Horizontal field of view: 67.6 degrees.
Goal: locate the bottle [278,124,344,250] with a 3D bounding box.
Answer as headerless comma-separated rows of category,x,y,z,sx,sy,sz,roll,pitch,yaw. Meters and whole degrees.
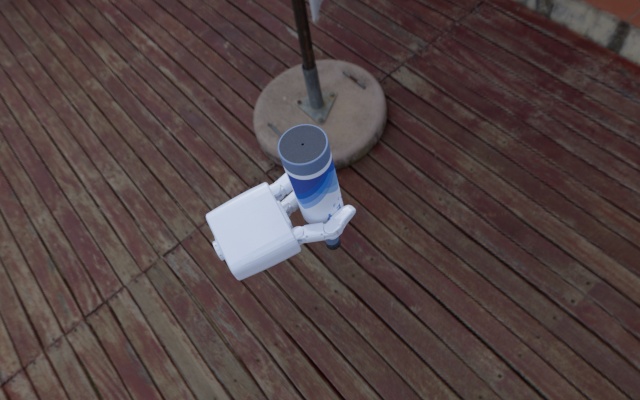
bottle,0.000,0.002,0.737,0.069,0.069,0.296,0,-31,10
